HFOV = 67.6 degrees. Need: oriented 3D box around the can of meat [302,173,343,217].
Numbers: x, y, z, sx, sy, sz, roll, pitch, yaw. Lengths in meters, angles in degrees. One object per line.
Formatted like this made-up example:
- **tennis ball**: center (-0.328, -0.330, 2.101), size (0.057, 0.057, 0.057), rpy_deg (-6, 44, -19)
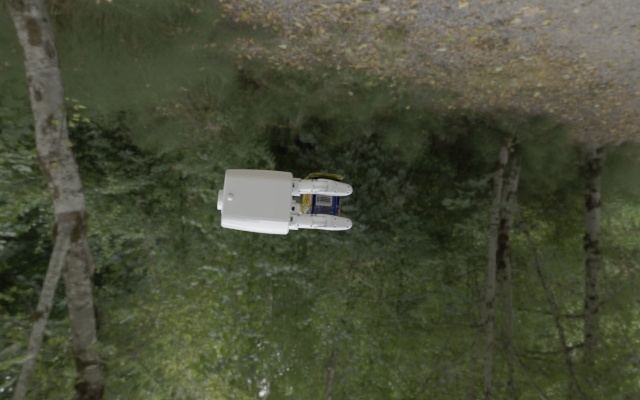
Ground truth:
- **can of meat**: center (0.000, 0.003, 0.813), size (0.057, 0.084, 0.102), rpy_deg (5, -7, -12)
